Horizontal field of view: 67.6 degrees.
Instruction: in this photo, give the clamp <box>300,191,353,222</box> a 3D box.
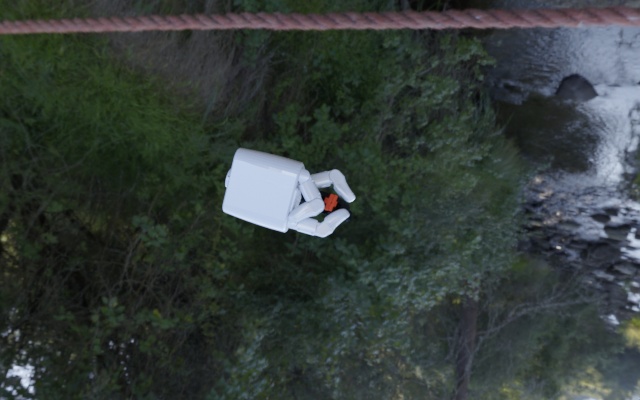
[{"bbox_3d":[0.000,0.003,0.835,0.120,0.039,0.171,16,-7,4],"label":"clamp"}]
